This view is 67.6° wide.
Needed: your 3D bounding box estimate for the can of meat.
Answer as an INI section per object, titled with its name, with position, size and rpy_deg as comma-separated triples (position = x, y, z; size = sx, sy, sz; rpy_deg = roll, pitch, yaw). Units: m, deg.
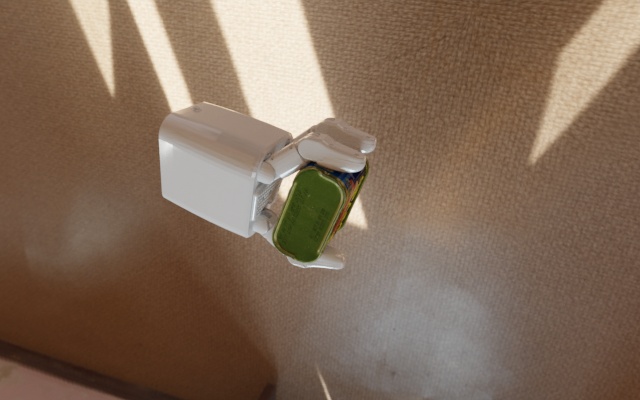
[can of meat]
position = 0.000, 0.002, 0.471
size = 0.057, 0.102, 0.084
rpy_deg = 27, 27, 7
